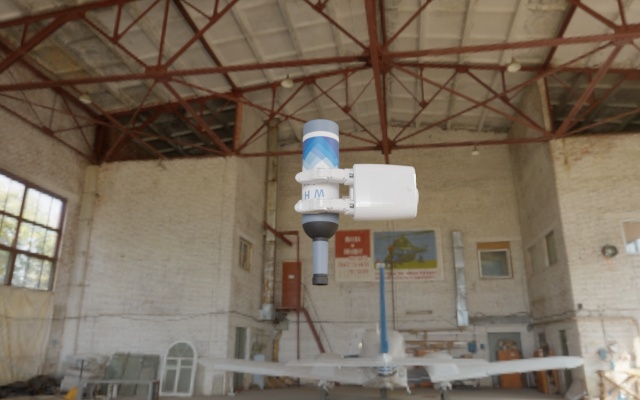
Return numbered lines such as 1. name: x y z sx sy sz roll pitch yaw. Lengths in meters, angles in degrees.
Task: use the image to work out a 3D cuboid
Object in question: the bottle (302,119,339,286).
1. bottle: 0.000 0.003 0.854 0.069 0.295 0.069 0 -17 0
